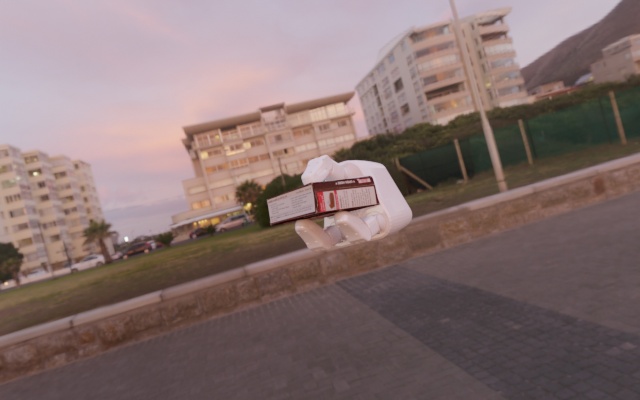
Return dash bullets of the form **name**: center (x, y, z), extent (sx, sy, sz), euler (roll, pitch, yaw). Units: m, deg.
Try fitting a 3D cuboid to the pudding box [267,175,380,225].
- **pudding box**: center (0.000, 0.002, 0.574), extent (0.090, 0.039, 0.113), euler (-8, -7, -33)
